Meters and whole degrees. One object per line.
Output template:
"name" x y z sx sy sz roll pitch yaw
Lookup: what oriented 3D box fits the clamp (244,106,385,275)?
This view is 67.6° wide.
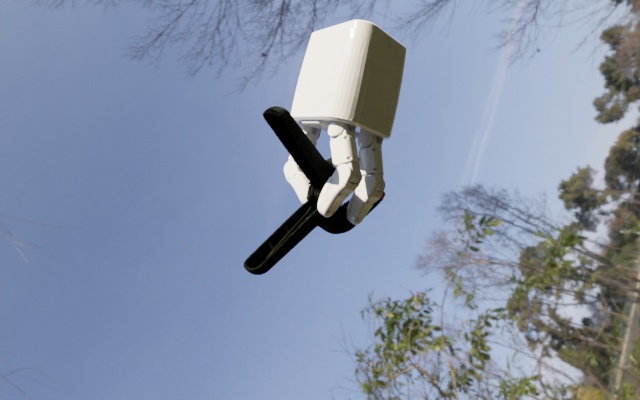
"clamp" 0.000 0.001 0.529 0.036 0.164 0.210 16 3 39
